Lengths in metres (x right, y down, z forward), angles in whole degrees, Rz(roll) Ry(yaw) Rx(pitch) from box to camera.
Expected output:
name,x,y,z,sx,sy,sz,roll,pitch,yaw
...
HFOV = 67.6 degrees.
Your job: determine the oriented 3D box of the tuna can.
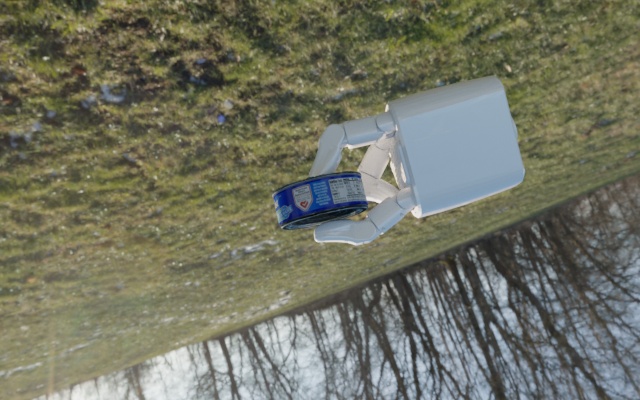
name,x,y,z,sx,sy,sz,roll,pitch,yaw
tuna can,0.000,0.002,0.444,0.086,0.033,0.086,-13,-9,-2
